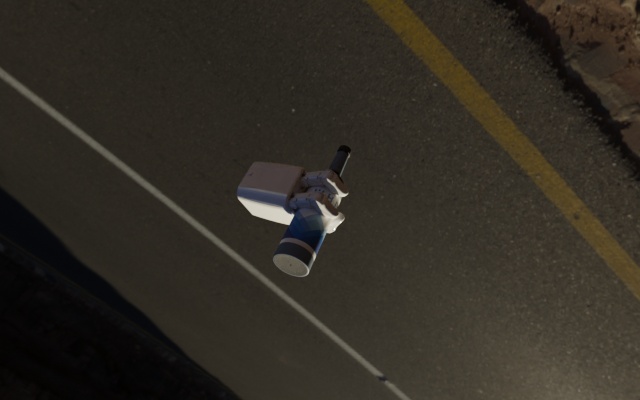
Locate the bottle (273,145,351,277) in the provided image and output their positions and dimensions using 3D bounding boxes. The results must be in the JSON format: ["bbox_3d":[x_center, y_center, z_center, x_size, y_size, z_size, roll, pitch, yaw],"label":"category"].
[{"bbox_3d":[0.000,0.003,0.897,0.069,0.295,0.069,16,-37,13],"label":"bottle"}]
